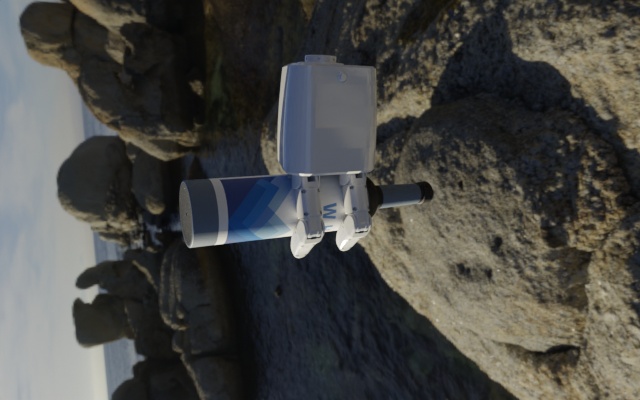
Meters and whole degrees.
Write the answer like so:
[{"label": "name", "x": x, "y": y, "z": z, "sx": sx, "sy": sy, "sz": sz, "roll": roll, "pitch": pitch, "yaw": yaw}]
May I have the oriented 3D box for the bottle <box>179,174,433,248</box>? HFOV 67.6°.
[{"label": "bottle", "x": 0.000, "y": 0.002, "z": 0.531, "sx": 0.296, "sy": 0.069, "sz": 0.069, "roll": -5, "pitch": 2, "yaw": -26}]
